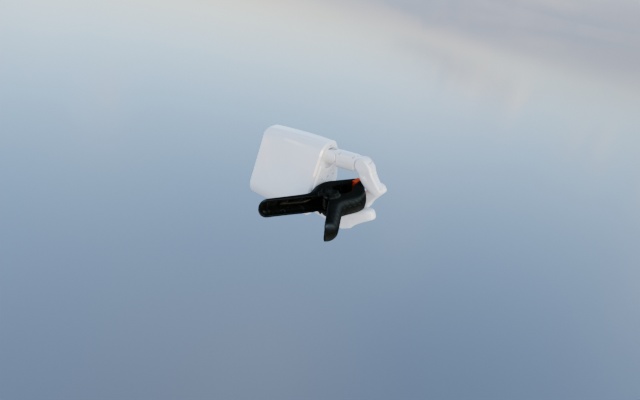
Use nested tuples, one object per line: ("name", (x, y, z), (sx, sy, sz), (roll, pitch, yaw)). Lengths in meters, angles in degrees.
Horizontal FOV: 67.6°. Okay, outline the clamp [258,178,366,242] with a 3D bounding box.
("clamp", (0.000, 0.002, 0.658), (0.120, 0.039, 0.171), (20, 26, 22))
